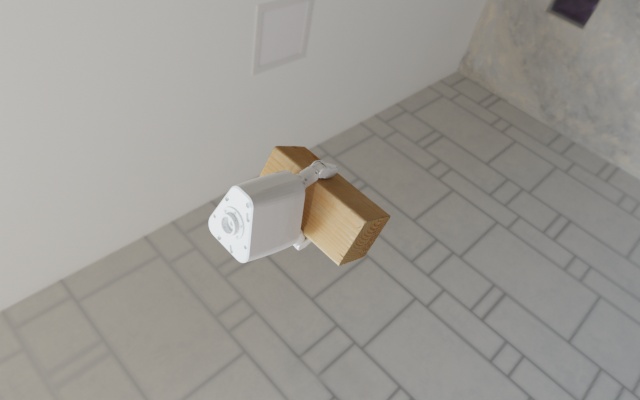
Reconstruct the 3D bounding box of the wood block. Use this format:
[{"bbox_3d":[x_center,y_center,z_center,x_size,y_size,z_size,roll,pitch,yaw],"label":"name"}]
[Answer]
[{"bbox_3d":[0.000,0.002,0.795,0.206,0.091,0.090,41,24,24],"label":"wood block"}]
